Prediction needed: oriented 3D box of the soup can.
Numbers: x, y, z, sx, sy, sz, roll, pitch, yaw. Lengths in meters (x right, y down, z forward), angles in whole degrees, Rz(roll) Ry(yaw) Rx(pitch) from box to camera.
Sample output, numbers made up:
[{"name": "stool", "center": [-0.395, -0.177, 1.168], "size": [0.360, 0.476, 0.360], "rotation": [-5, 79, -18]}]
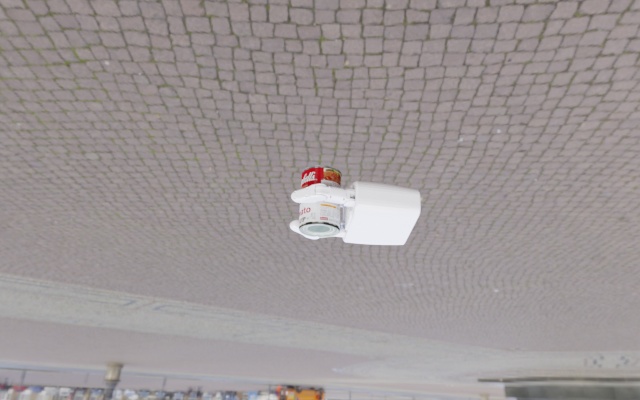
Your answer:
[{"name": "soup can", "center": [0.000, 0.003, 0.783], "size": [0.068, 0.102, 0.068], "rotation": [2, -23, 1]}]
